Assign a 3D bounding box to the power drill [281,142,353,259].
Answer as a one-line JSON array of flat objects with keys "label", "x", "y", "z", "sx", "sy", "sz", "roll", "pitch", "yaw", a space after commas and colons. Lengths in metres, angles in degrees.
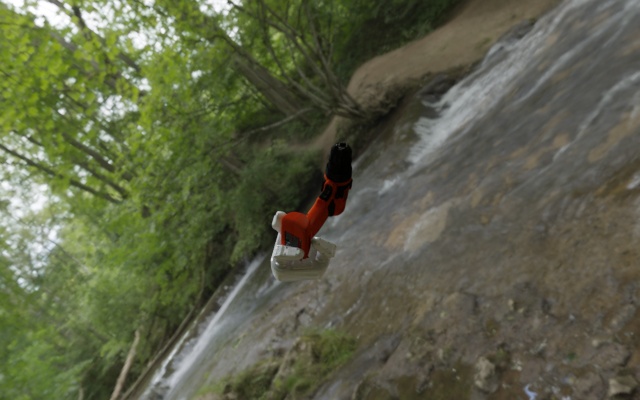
[{"label": "power drill", "x": 0.000, "y": 0.003, "z": 0.884, "sx": 0.057, "sy": 0.185, "sz": 0.187, "roll": 26, "pitch": 52, "yaw": 19}]
